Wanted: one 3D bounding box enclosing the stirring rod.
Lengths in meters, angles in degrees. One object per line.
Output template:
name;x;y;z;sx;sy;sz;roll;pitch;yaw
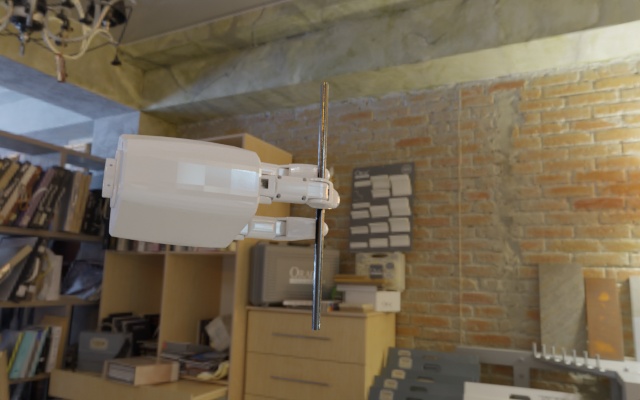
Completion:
stirring rod;0.000;0.002;0.462;0.011;0.239;0.011;2;-9;0
